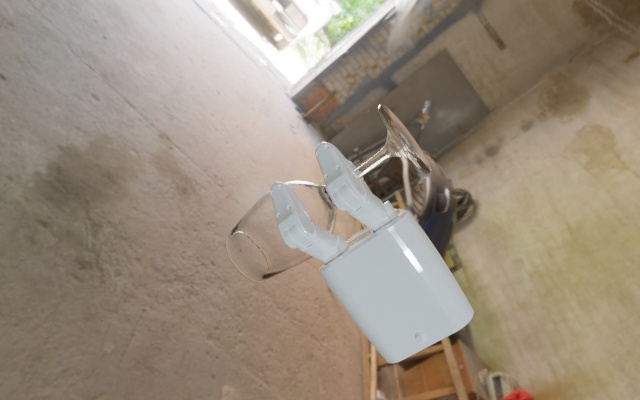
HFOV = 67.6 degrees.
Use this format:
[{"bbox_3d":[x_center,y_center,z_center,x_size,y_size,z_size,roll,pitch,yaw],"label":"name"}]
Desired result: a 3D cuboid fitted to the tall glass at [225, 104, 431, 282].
[{"bbox_3d":[0.001,0.001,0.452,0.201,0.079,0.079,-36,-15,21],"label":"tall glass"}]
